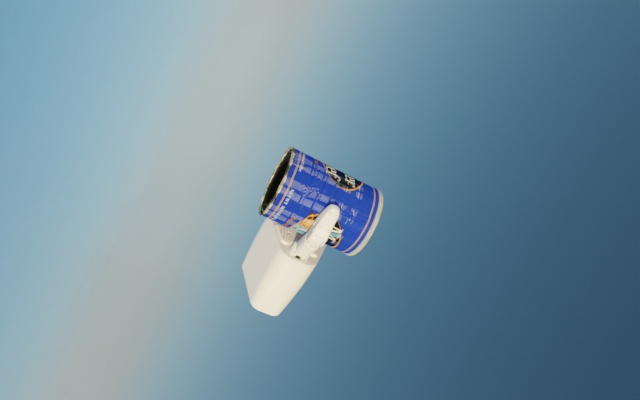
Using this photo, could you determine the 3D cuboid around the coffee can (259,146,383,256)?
[{"bbox_3d":[0.000,0.002,0.657,0.140,0.103,0.103,26,-7,-15],"label":"coffee can"}]
